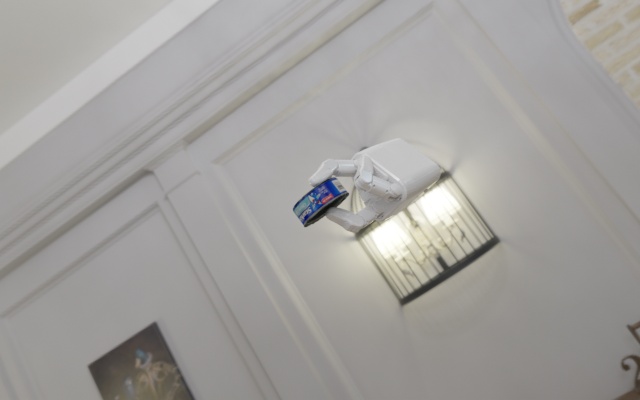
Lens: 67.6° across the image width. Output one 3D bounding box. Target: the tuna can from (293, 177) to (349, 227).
[{"bbox_3d":[0.000,0.002,0.729,0.086,0.033,0.086,-36,-9,-7],"label":"tuna can"}]
